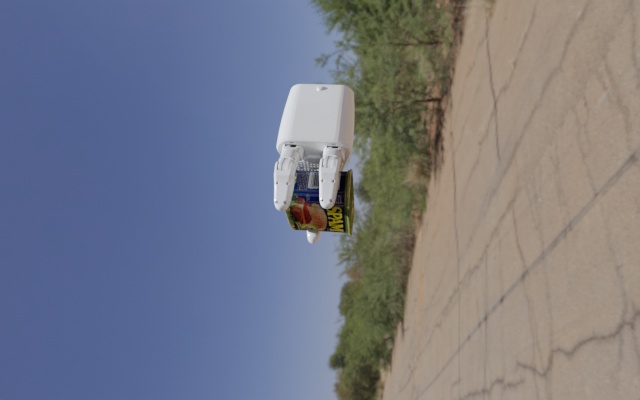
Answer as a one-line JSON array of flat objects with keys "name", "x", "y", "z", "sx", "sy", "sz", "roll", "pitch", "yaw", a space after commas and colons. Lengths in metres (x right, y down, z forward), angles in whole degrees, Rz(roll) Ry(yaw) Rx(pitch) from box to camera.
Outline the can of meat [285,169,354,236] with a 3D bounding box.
[{"name": "can of meat", "x": 0.000, "y": 0.002, "z": 0.627, "sx": 0.084, "sy": 0.057, "sz": 0.102, "roll": 3, "pitch": -30, "yaw": 7}]
